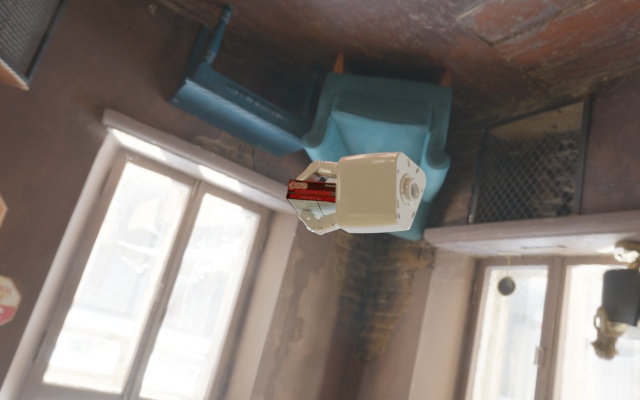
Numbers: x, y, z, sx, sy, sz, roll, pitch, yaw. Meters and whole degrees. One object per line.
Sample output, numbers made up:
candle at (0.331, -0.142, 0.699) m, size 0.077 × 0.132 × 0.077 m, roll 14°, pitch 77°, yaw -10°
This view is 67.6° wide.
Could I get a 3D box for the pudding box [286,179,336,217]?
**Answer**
pudding box at (0.000, 0.003, 0.800) m, size 0.090 × 0.039 × 0.113 m, roll 6°, pitch -20°, yaw 14°
